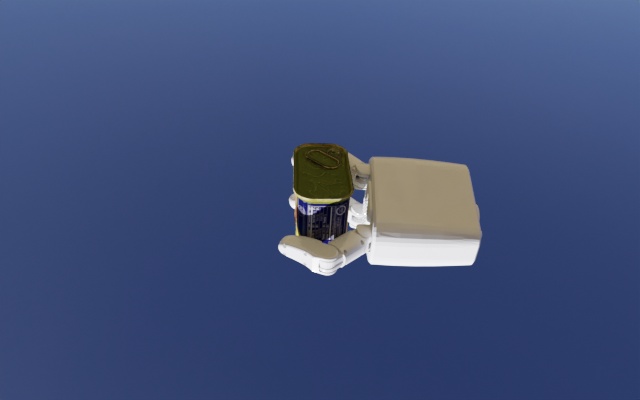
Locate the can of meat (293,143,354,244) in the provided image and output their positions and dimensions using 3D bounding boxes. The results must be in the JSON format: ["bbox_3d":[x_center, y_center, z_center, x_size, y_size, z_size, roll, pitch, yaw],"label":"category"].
[{"bbox_3d":[0.000,0.002,0.497,0.057,0.084,0.102,0,37,-4],"label":"can of meat"}]
